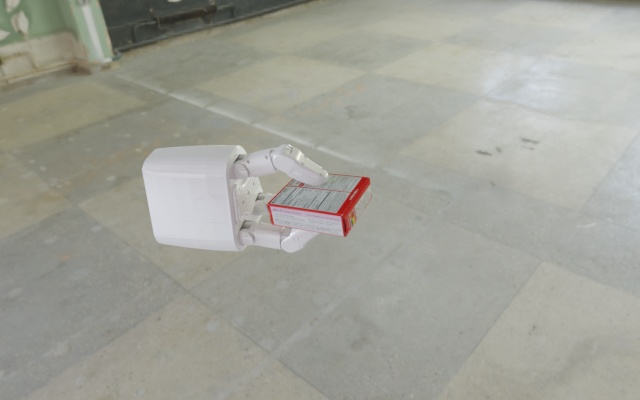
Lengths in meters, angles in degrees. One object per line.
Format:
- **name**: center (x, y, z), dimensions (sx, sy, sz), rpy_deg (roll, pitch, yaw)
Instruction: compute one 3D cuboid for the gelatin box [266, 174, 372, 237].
- **gelatin box**: center (0.000, 0.001, 0.501), dimensions (0.089, 0.030, 0.073), rpy_deg (7, 35, 26)
